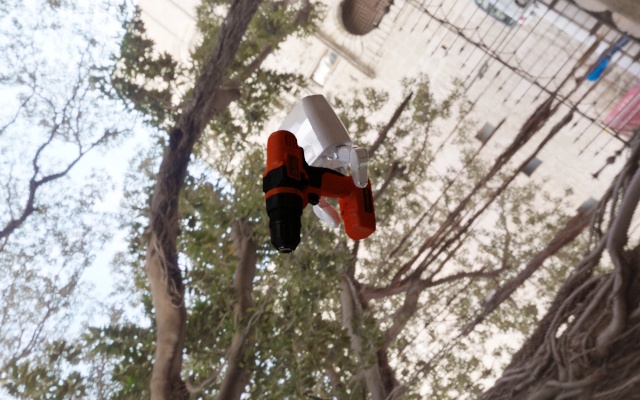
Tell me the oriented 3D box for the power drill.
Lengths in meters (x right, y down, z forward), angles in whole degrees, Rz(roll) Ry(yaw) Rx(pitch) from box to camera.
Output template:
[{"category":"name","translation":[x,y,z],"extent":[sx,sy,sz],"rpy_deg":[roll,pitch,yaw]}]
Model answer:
[{"category":"power drill","translation":[0.000,0.002,0.698],"extent":[0.188,0.184,0.057],"rpy_deg":[20,-34,-40]}]
